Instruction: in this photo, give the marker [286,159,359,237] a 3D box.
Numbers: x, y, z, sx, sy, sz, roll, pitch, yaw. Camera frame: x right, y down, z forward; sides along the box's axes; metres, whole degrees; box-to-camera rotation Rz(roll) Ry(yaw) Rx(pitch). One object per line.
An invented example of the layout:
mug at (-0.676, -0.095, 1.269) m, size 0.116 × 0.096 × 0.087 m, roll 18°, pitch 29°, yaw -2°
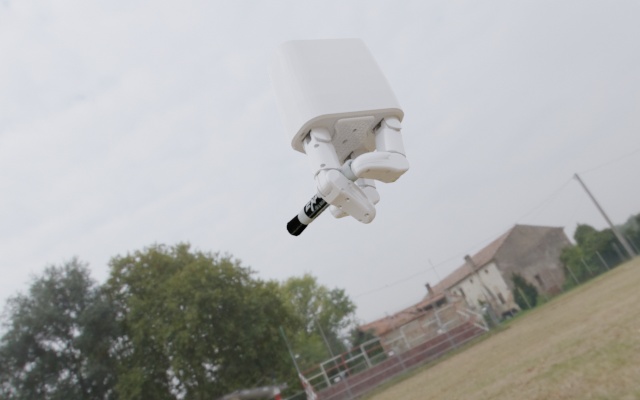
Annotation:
marker at (0.000, 0.002, 0.473) m, size 0.020 × 0.020 × 0.121 m, roll 0°, pitch -32°, yaw -37°
